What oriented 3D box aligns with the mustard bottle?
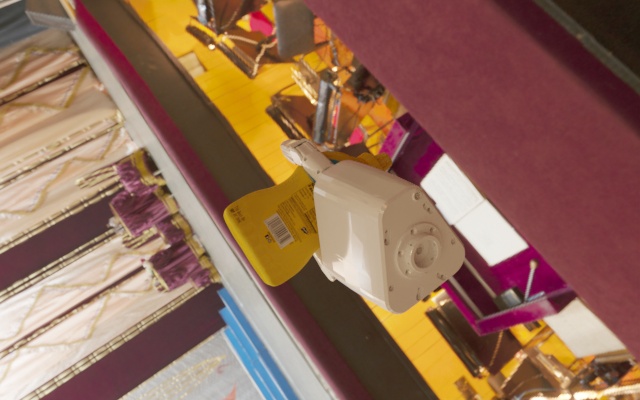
[{"bbox_3d":[0.000,0.002,0.515,0.191,0.096,0.058,-33,2,-17],"label":"mustard bottle"}]
